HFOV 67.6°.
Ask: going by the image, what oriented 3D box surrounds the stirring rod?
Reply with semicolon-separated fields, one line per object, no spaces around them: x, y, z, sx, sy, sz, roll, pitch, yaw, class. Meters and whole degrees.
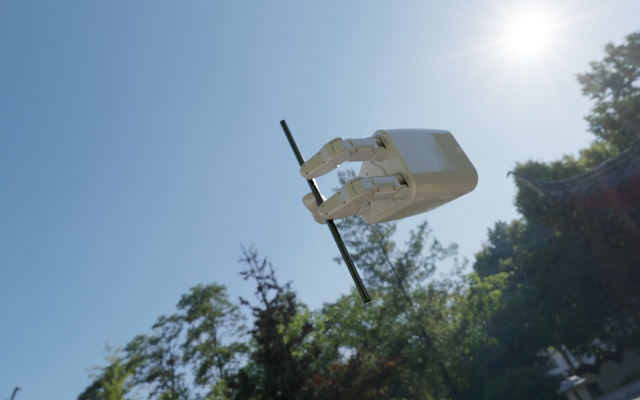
0.000;0.002;0.520;0.011;0.239;0.011;-20;-28;-11;stirring rod
